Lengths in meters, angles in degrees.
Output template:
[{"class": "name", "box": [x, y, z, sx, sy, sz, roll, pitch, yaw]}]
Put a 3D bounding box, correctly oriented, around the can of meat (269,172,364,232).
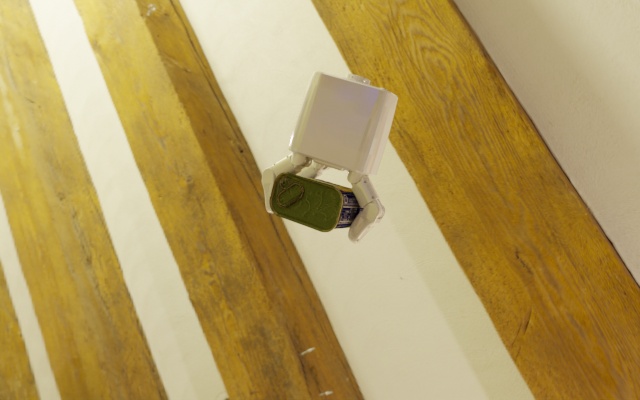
[{"class": "can of meat", "box": [0.000, 0.002, 0.619, 0.102, 0.057, 0.084, 18, 8, 28]}]
